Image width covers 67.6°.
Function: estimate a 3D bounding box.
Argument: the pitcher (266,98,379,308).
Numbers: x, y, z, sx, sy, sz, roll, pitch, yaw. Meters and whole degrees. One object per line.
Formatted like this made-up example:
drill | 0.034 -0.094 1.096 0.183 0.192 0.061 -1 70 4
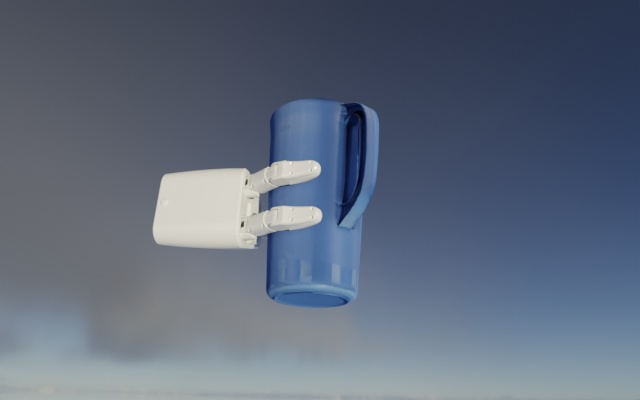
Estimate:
pitcher | 0.000 0.002 0.593 0.145 0.242 0.149 -1 -22 6
